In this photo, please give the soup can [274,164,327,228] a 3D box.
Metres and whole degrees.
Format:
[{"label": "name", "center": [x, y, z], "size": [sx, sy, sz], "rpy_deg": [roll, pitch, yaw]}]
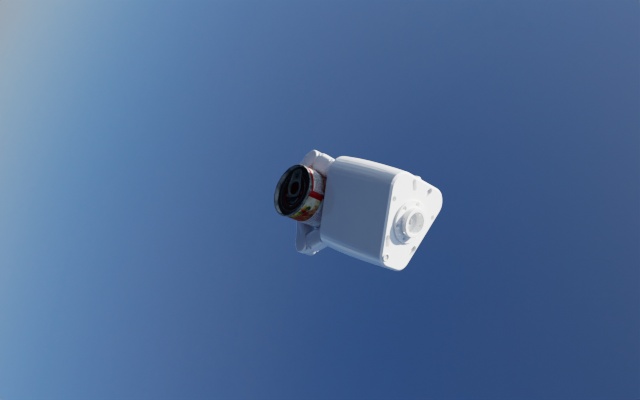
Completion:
[{"label": "soup can", "center": [0.000, 0.002, 0.622], "size": [0.102, 0.068, 0.068], "rpy_deg": [23, -15, -39]}]
